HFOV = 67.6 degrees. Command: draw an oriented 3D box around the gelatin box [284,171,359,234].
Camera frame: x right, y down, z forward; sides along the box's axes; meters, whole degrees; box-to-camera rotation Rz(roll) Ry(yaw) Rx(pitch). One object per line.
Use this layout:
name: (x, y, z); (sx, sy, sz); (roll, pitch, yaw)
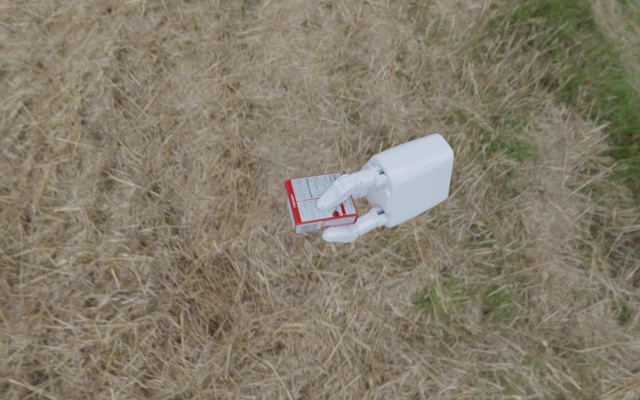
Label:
gelatin box: (0.000, 0.002, 0.662); (0.089, 0.073, 0.030); (-9, -29, -14)
